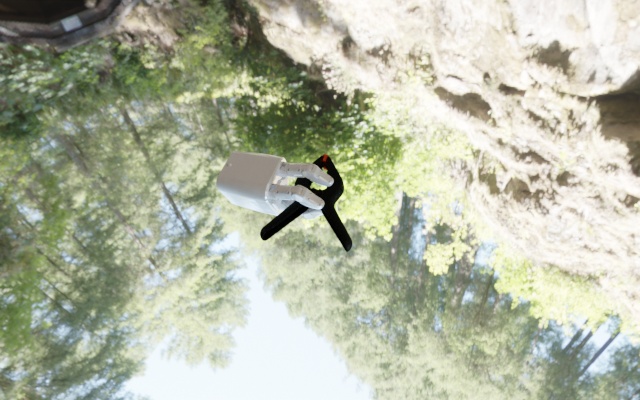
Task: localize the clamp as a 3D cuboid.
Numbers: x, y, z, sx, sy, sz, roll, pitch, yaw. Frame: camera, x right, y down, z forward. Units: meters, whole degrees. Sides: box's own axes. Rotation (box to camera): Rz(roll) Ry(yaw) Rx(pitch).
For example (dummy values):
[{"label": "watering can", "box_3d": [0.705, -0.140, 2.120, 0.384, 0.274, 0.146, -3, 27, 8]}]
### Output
[{"label": "clamp", "box_3d": [0.000, 0.003, 0.881, 0.164, 0.209, 0.036, 13, -35, 14]}]
